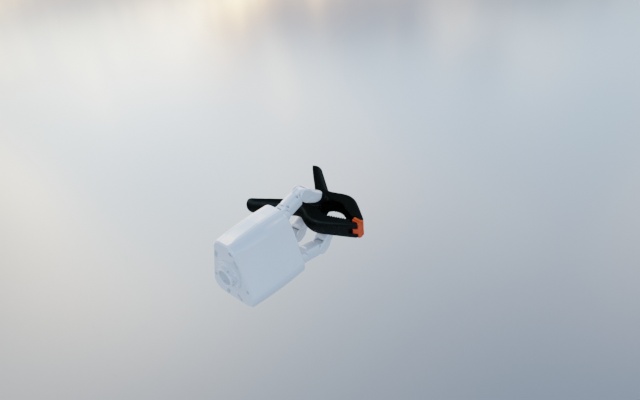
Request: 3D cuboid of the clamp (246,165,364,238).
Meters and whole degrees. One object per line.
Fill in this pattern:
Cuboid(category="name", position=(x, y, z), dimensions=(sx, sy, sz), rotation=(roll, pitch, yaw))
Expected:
Cuboid(category="clamp", position=(0.000, 0.002, 0.806), dimensions=(0.210, 0.036, 0.164), rotation=(22, 44, 36))
